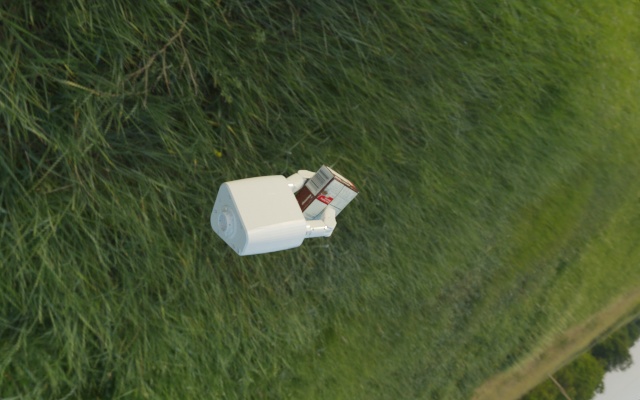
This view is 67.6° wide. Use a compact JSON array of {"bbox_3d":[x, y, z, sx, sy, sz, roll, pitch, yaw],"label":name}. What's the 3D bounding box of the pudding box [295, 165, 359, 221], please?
[{"bbox_3d":[0.000,0.003,0.822,0.039,0.113,0.090,52,14,33],"label":"pudding box"}]
